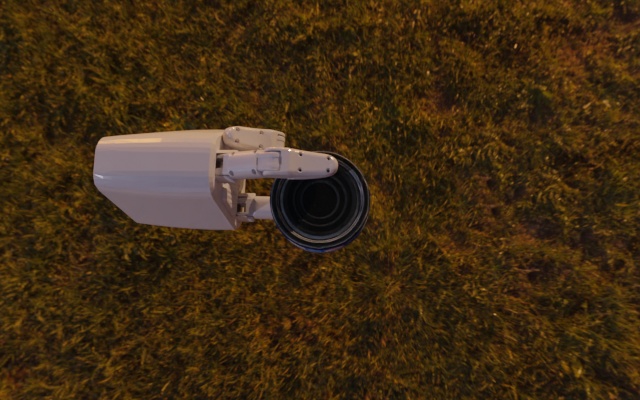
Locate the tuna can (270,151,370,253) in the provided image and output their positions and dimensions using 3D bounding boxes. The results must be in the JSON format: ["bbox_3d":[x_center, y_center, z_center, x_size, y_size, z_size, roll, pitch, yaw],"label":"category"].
[{"bbox_3d":[0.000,0.001,0.409,0.086,0.086,0.034,0,-10,2],"label":"tuna can"}]
